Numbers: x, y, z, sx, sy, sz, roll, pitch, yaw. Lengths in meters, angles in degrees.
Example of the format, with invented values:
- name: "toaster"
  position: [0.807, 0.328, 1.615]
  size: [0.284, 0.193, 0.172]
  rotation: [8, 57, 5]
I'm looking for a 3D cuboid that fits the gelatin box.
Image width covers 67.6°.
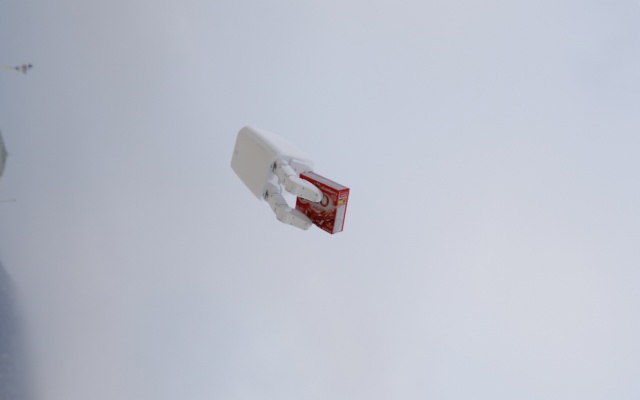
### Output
- name: "gelatin box"
  position: [0.001, 0.003, 0.748]
  size: [0.089, 0.073, 0.030]
  rotation: [26, 26, 38]
